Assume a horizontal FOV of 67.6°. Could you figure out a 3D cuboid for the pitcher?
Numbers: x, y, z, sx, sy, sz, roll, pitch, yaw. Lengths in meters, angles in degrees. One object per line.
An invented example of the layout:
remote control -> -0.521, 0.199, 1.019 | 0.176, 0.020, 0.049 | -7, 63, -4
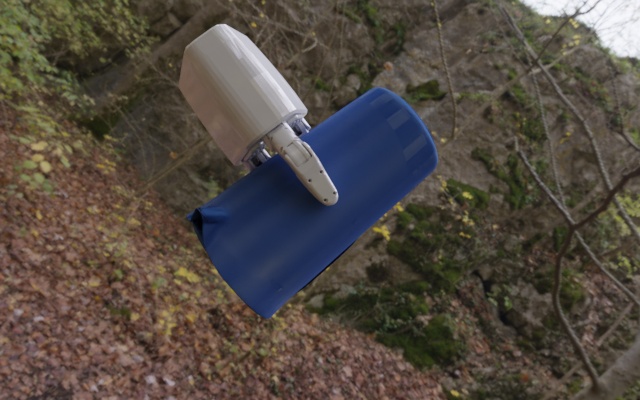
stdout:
pitcher -> 0.000, 0.001, 0.499 | 0.243, 0.145, 0.149 | -38, 4, -4
